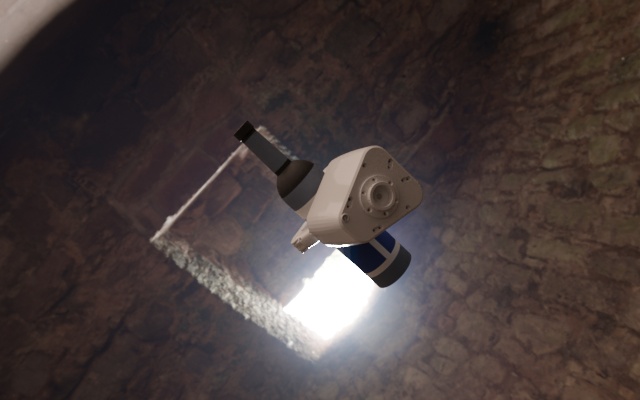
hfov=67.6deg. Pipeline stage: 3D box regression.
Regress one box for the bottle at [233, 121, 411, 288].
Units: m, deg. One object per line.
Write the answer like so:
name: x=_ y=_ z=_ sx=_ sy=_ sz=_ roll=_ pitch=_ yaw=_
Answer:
bottle: x=0.000 y=0.002 z=0.657 sx=0.296 sy=0.069 sz=0.069 roll=43 pitch=-10 yaw=-11
